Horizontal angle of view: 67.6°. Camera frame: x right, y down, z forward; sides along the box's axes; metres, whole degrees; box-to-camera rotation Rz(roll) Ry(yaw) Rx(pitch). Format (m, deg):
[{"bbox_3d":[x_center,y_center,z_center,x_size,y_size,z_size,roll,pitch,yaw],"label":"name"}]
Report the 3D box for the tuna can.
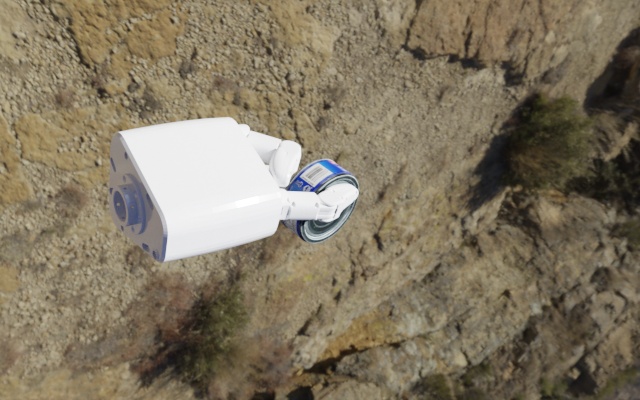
[{"bbox_3d":[0.001,0.002,0.496,0.033,0.086,0.086,37,22,33],"label":"tuna can"}]
